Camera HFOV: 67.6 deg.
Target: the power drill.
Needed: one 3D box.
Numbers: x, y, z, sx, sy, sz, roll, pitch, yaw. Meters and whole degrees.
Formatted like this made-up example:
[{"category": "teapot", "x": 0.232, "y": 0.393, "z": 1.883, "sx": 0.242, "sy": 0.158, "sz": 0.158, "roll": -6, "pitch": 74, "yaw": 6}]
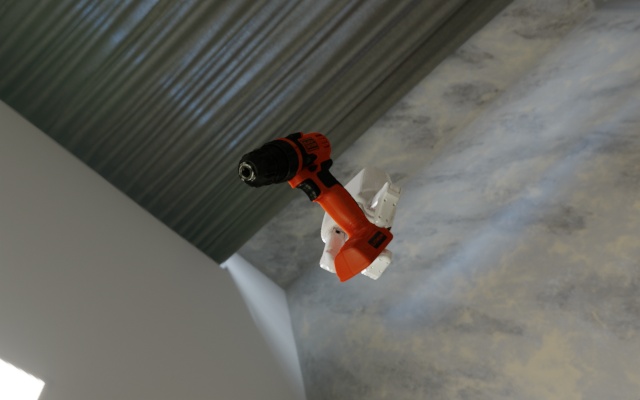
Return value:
[{"category": "power drill", "x": 0.000, "y": 0.002, "z": 0.581, "sx": 0.057, "sy": 0.187, "sz": 0.184, "roll": -37, "pitch": -3, "yaw": 31}]
